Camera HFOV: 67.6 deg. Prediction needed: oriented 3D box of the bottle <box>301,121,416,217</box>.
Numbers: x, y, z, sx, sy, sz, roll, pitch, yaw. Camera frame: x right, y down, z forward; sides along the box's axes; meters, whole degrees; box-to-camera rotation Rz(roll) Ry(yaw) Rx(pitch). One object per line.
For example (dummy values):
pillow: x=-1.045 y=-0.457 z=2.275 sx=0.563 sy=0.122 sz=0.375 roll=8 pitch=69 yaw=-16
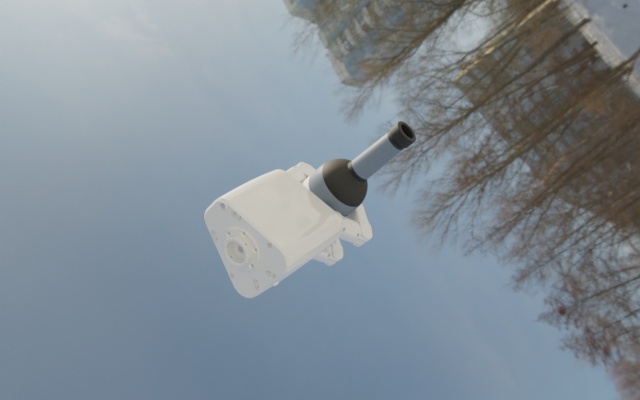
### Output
bottle: x=0.000 y=0.002 z=0.592 sx=0.069 sy=0.069 sz=0.296 roll=0 pitch=-31 yaw=-47
